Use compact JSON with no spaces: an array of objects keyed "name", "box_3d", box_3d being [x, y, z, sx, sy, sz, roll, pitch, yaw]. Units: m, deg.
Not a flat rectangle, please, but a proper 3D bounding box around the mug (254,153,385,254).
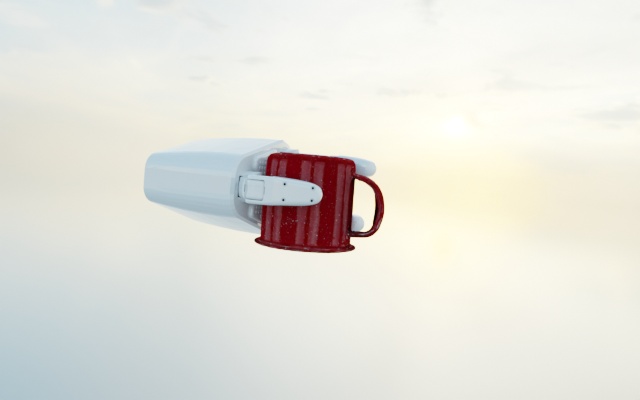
[{"name":"mug","box_3d":[0.001,0.001,0.430,0.117,0.081,0.093,6,3,22]}]
